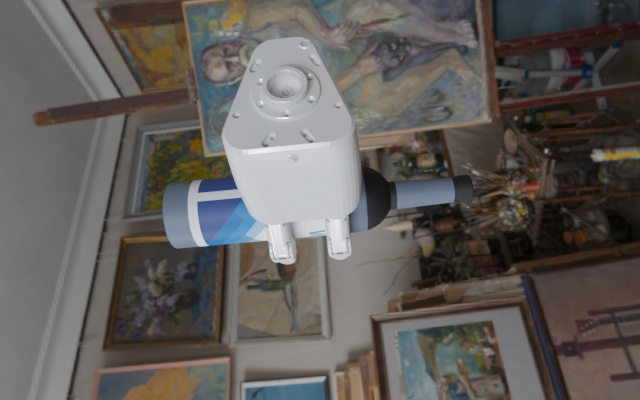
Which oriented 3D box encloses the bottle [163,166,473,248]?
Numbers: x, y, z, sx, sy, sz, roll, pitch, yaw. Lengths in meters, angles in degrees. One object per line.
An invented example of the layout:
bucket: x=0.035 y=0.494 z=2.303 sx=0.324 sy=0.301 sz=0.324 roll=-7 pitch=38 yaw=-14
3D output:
bottle: x=0.000 y=0.002 z=0.474 sx=0.296 sy=0.069 sz=0.069 roll=-5 pitch=0 yaw=2
